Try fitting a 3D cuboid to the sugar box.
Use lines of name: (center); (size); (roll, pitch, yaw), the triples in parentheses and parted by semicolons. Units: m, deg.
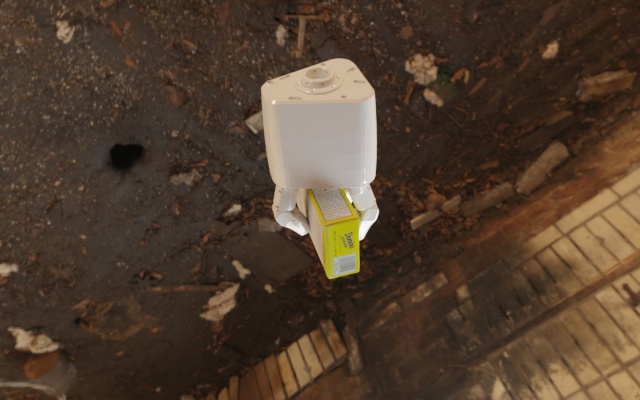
sugar box: (0.001, 0.002, 0.598); (0.048, 0.093, 0.176); (-12, 43, -10)
